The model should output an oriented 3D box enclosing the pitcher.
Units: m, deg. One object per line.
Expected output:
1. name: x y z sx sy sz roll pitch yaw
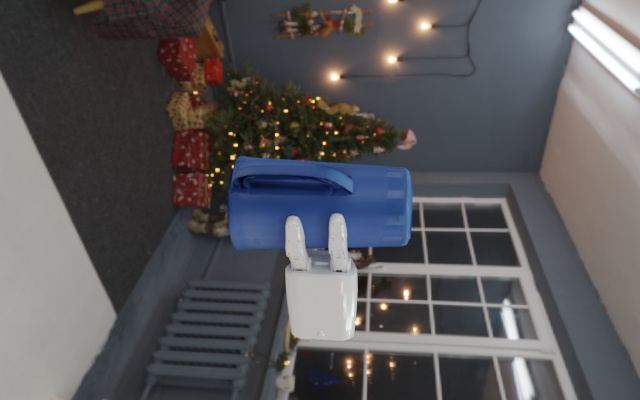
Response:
1. pitcher: 0.000 0.002 0.652 0.243 0.145 0.149 1 18 6
